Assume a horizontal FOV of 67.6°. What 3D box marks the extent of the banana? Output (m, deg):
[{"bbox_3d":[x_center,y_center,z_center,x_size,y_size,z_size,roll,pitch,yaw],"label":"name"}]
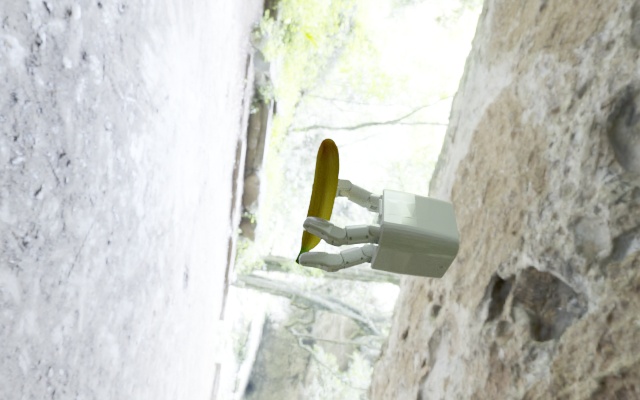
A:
[{"bbox_3d":[0.002,-0.004,0.664,0.037,0.198,0.069,13,29,2],"label":"banana"}]
